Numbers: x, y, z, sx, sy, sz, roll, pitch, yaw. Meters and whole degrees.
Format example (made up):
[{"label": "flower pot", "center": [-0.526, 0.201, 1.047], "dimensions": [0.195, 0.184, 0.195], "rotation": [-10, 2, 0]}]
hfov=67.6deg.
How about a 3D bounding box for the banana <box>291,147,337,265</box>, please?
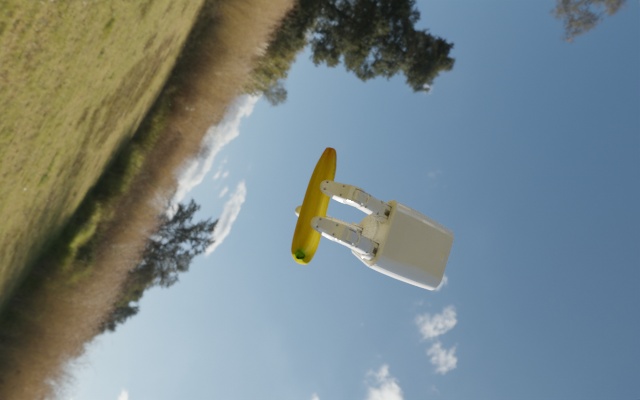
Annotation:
[{"label": "banana", "center": [-0.007, 0.015, 0.660], "dimensions": [0.037, 0.197, 0.070], "rotation": [21, -39, -10]}]
